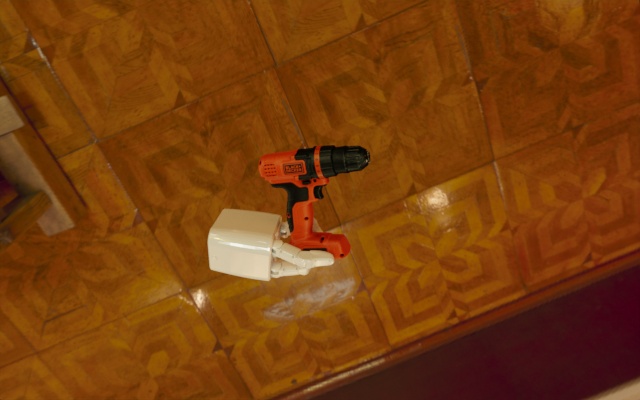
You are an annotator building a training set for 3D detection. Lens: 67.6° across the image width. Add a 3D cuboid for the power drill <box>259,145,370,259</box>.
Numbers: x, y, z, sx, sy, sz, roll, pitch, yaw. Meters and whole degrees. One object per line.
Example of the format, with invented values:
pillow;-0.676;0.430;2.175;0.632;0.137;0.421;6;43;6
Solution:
power drill;0.000;0.003;0.786;0.184;0.188;0.057;-3;17;19
